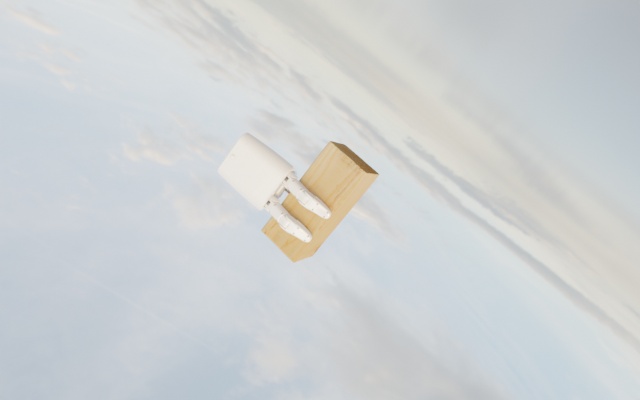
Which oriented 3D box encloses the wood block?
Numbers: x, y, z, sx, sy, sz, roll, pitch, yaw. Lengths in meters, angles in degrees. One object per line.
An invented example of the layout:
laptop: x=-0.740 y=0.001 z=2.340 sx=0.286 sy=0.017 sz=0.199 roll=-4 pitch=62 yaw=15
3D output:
wood block: x=0.000 y=0.003 z=0.866 sx=0.090 sy=0.206 sz=0.091 roll=43 pitch=16 yaw=14
